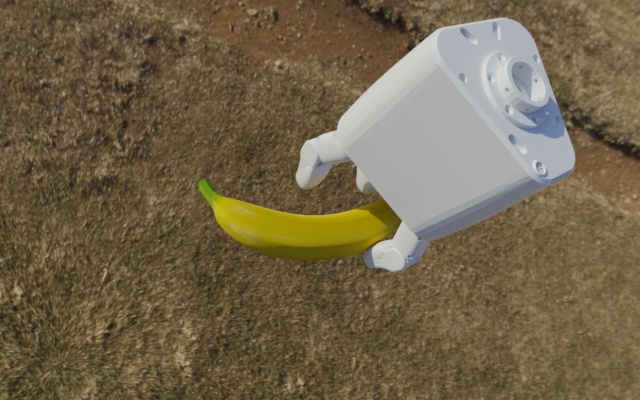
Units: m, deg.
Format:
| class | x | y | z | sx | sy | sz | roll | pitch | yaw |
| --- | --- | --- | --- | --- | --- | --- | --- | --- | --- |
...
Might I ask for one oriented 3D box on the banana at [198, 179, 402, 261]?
| class | x | y | z | sx | sy | sz | roll | pitch | yaw |
| --- | --- | --- | --- | --- | --- | --- | --- | --- | --- |
| banana | -0.002 | 0.018 | 0.406 | 0.198 | 0.069 | 0.037 | 6 | -25 | -24 |
